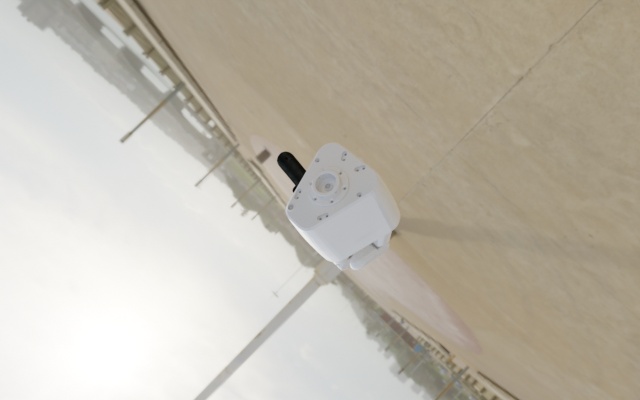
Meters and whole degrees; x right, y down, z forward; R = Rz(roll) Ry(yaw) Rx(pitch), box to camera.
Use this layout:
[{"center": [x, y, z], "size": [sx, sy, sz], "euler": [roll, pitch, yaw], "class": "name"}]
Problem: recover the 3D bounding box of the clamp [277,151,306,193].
[{"center": [0.000, 0.003, 0.676], "size": [0.171, 0.039, 0.120], "euler": [42, -5, 31], "class": "clamp"}]
